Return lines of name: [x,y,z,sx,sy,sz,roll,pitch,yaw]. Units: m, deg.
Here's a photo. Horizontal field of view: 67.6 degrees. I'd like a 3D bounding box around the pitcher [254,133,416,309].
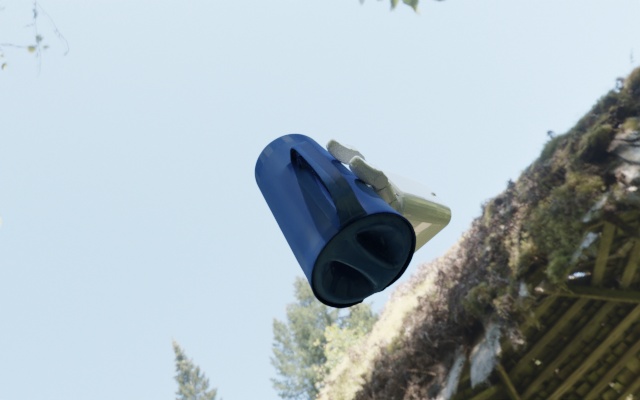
pitcher: [0.000,0.002,0.605,0.145,0.149,0.242,13,25,-36]
